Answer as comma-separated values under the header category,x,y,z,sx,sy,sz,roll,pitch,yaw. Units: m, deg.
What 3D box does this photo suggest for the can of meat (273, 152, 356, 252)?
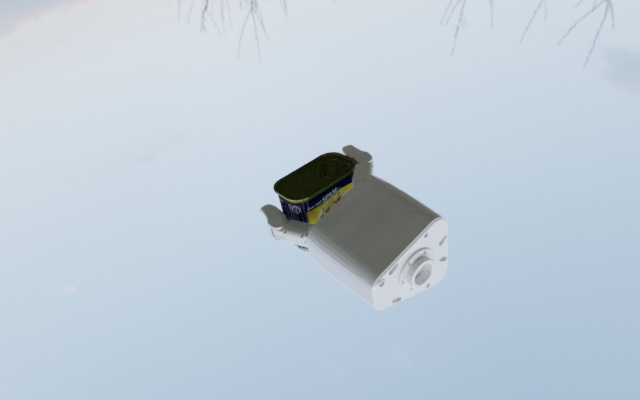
category,x,y,z,sx,sy,sz,roll,pitch,yaw
can of meat,0.000,0.002,0.589,0.102,0.084,0.057,-33,41,-26
